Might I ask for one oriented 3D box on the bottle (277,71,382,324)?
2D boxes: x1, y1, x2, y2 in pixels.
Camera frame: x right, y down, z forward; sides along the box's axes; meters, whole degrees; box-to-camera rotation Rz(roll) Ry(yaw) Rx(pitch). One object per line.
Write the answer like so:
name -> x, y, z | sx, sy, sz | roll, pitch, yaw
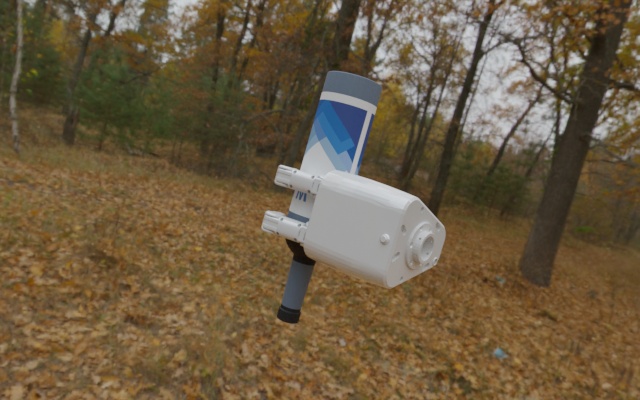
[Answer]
bottle -> 0.000, 0.002, 0.564 | 0.069, 0.296, 0.069 | 16, 4, -1
